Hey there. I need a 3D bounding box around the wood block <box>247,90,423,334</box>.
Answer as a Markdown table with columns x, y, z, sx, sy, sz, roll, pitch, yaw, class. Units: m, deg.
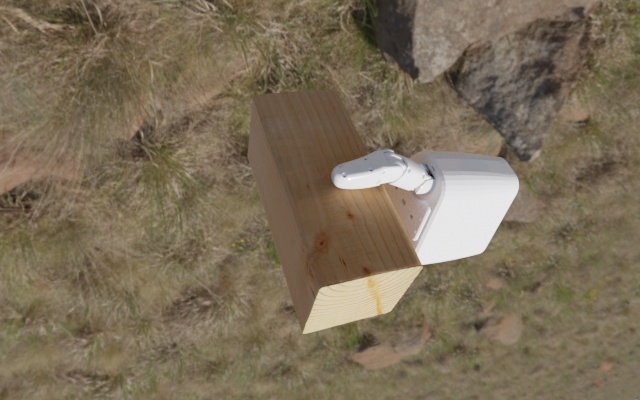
| x | y | z | sx | sy | sz | roll | pitch | yaw | class |
| --- | --- | --- | --- | --- | --- | --- | --- | --- | --- |
| 0.001 | 0.001 | 0.445 | 0.090 | 0.206 | 0.091 | -9 | -34 | -20 | wood block |
